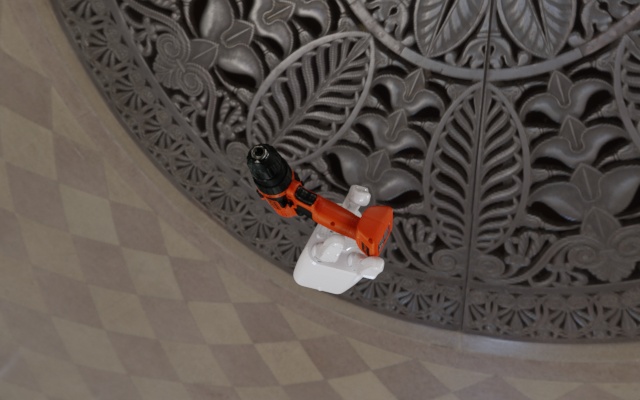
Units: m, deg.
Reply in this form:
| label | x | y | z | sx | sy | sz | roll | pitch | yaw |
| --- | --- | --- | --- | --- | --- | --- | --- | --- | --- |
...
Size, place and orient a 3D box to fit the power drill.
| label | x | y | z | sx | sy | sz | roll | pitch | yaw |
| --- | --- | --- | --- | --- | --- | --- | --- | --- | --- |
| power drill | 0.001 | 0.002 | 0.622 | 0.187 | 0.057 | 0.184 | 27 | -12 | 16 |
